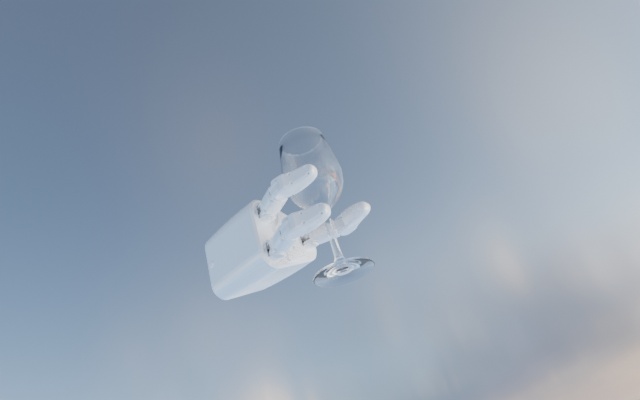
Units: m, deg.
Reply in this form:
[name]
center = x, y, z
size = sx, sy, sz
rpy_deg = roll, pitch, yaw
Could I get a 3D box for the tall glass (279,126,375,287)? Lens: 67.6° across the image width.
[tall glass]
center = 0.000, 0.002, 0.598
size = 0.079, 0.201, 0.079
rpy_deg = -13, -30, -8
